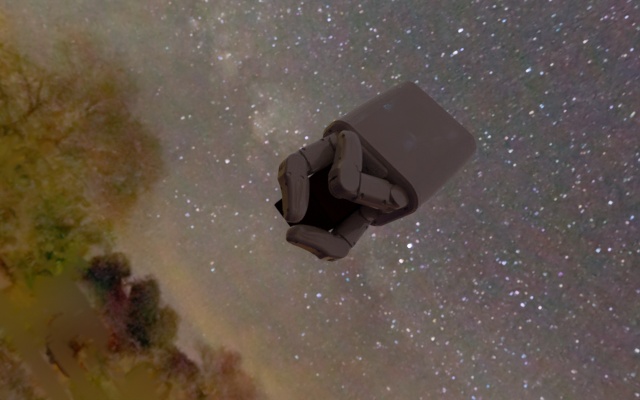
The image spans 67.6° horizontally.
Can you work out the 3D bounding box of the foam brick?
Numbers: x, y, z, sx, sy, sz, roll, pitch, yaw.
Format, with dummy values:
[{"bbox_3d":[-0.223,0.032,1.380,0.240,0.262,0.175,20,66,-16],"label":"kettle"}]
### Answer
[{"bbox_3d":[0.000,0.002,0.472,0.051,0.053,0.078,-37,3,-29],"label":"foam brick"}]
